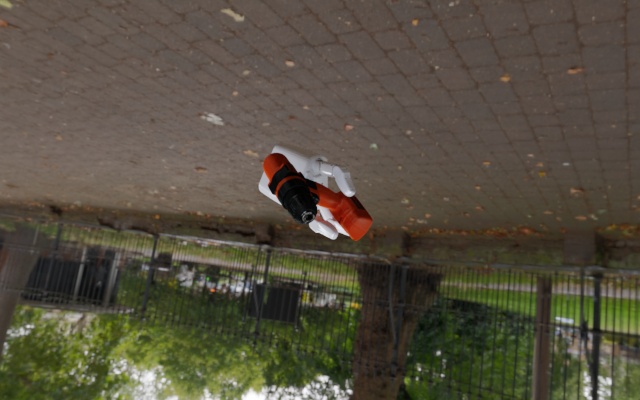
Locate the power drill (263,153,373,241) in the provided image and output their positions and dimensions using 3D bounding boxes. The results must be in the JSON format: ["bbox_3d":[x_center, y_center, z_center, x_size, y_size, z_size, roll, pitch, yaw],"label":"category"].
[{"bbox_3d":[0.000,0.003,0.803,0.188,0.057,0.184,28,18,-36],"label":"power drill"}]
